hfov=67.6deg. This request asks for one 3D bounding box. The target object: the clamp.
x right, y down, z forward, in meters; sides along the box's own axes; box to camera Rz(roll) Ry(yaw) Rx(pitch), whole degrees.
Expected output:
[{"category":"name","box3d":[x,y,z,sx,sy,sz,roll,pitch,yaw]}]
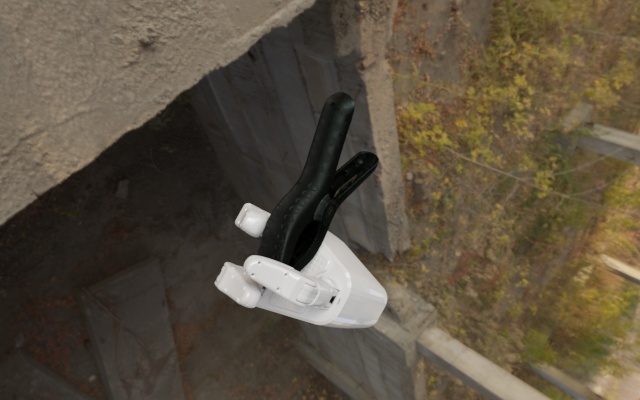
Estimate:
[{"category":"clamp","box3d":[0.000,0.002,0.426,0.039,0.171,0.120,28,-1,32]}]
